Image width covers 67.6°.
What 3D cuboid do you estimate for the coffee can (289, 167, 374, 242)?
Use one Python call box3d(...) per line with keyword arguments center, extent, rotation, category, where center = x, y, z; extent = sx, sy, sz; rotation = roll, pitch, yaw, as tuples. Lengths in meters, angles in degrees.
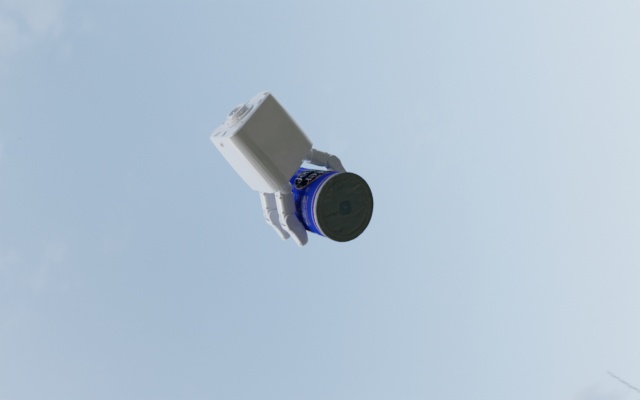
box3d(center=(0.000, 0.003, 0.745), extent=(0.103, 0.103, 0.140), rotation=(0, 6, -32), category="coffee can")
